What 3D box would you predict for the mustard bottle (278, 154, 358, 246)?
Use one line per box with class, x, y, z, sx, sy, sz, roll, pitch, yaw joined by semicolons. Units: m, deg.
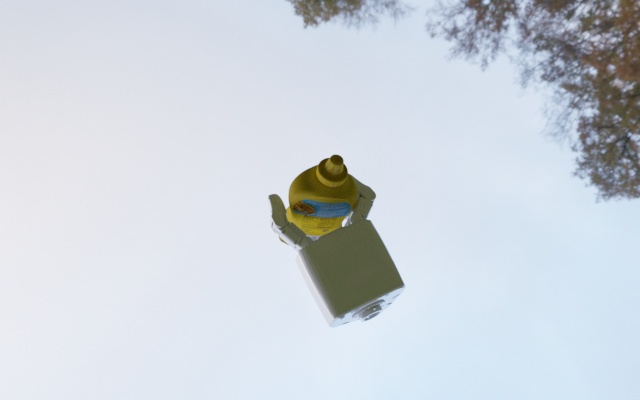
mustard bottle;0.000;0.002;0.676;0.096;0.058;0.192;6;-35;-11
